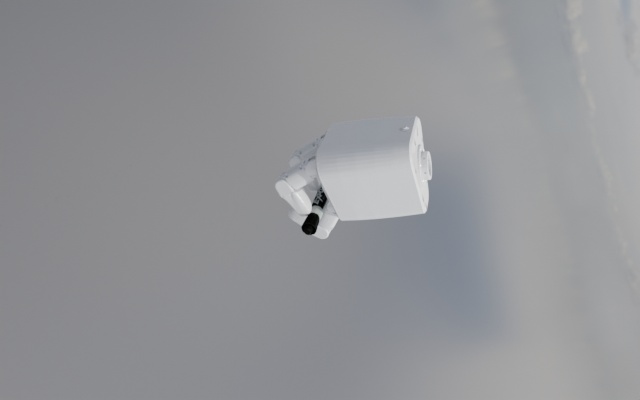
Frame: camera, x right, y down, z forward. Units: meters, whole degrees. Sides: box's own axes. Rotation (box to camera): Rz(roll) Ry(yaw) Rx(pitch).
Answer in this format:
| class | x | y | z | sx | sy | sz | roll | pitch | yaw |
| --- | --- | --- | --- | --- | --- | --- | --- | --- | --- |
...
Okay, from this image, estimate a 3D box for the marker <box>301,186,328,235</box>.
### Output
| class | x | y | z | sx | sy | sz | roll | pitch | yaw |
| --- | --- | --- | --- | --- | --- | --- | --- | --- | --- |
| marker | 0.000 | 0.002 | 0.607 | 0.020 | 0.020 | 0.121 | 0 | 36 | 18 |
